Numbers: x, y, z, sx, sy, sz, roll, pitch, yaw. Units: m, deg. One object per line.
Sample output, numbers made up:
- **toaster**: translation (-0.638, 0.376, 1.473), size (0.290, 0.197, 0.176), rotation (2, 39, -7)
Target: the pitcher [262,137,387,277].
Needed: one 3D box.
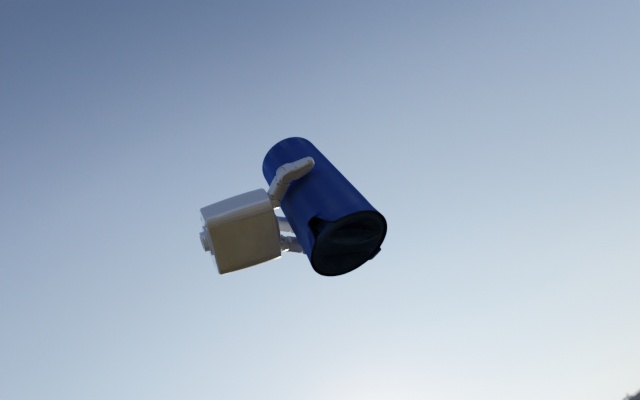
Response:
- **pitcher**: translation (0.000, 0.003, 0.800), size (0.145, 0.149, 0.242), rotation (-18, 45, -20)
